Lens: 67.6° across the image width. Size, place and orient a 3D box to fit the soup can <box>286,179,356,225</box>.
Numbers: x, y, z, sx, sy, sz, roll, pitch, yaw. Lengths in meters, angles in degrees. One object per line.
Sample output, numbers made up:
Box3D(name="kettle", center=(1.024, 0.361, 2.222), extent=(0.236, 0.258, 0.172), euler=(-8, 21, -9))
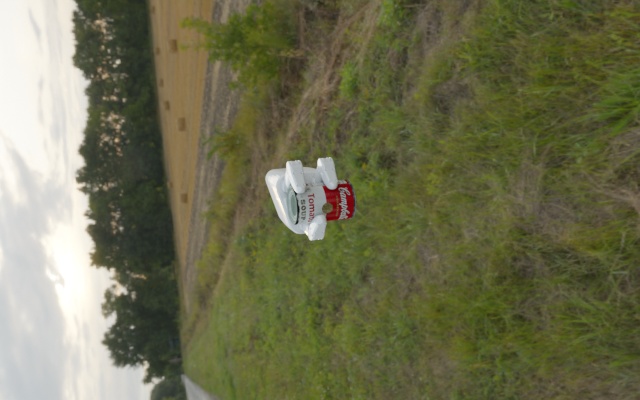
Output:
Box3D(name="soup can", center=(0.000, 0.003, 0.800), extent=(0.102, 0.068, 0.068), euler=(-6, 2, -18))
